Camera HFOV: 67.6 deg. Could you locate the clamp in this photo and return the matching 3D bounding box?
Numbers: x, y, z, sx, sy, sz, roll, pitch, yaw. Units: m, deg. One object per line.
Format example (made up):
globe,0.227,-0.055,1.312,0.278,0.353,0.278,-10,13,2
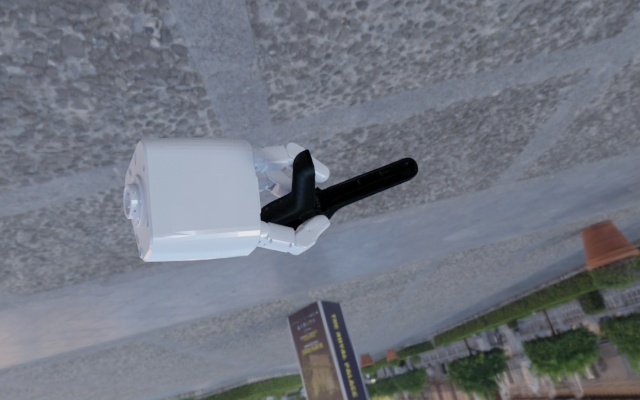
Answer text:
clamp,0.000,0.003,0.547,0.164,0.036,0.210,-3,-24,-34
